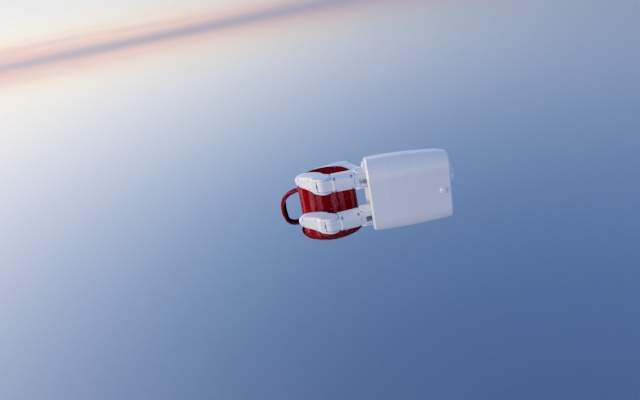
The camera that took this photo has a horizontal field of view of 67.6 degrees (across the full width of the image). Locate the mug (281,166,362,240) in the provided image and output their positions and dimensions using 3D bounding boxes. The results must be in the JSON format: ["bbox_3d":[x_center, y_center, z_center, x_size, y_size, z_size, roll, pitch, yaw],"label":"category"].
[{"bbox_3d":[-0.001,0.002,0.694,0.117,0.081,0.093,-9,22,4],"label":"mug"}]
